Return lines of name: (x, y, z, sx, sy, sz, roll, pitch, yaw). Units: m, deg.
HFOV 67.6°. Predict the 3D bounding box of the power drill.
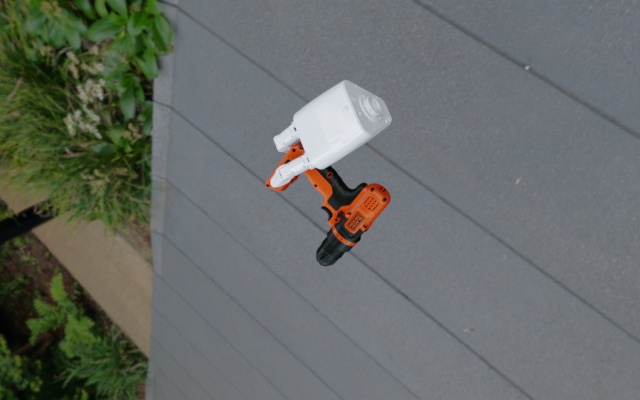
power drill: (0.000, 0.002, 0.818, 0.187, 0.184, 0.057, 39, 25, 2)
